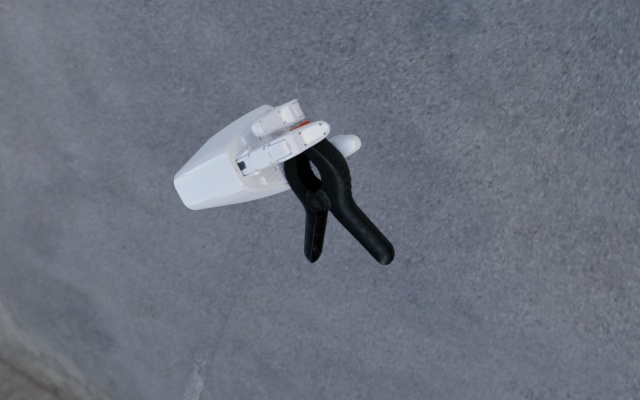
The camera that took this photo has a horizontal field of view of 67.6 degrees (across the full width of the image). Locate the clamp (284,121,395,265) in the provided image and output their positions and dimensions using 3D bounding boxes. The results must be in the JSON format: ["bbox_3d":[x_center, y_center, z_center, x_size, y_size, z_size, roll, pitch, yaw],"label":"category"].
[{"bbox_3d":[0.000,0.002,0.521,0.120,0.171,0.039,-18,13,39],"label":"clamp"}]
